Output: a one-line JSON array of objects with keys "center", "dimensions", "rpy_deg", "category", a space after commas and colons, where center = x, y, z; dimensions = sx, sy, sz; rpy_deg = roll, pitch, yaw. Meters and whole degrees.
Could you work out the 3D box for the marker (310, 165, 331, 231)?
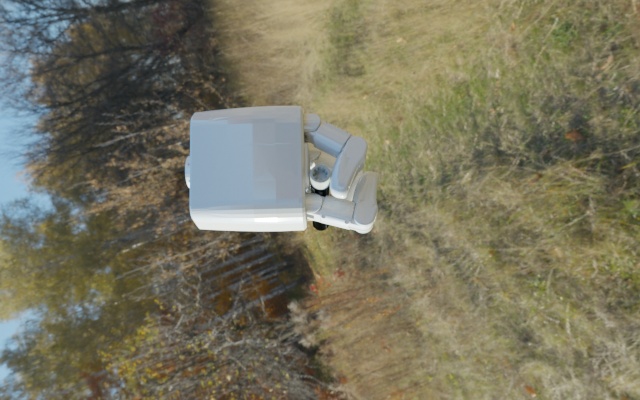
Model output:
[{"center": [0.000, 0.002, 0.481], "dimensions": [0.020, 0.020, 0.121], "rpy_deg": [0, -25, 0], "category": "marker"}]
